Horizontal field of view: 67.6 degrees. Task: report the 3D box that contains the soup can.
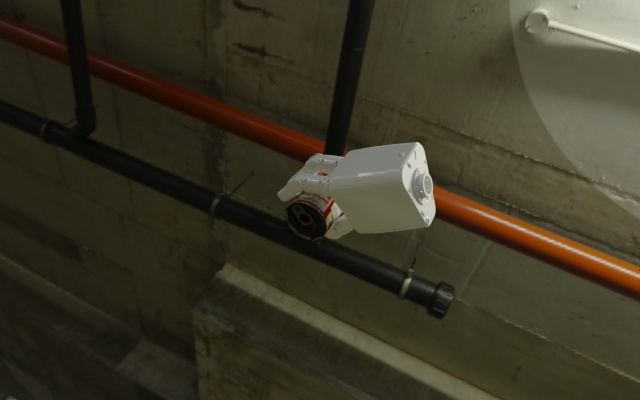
[{"bbox_3d":[0.000,0.002,0.713,0.068,0.068,0.102,0,34,31],"label":"soup can"}]
